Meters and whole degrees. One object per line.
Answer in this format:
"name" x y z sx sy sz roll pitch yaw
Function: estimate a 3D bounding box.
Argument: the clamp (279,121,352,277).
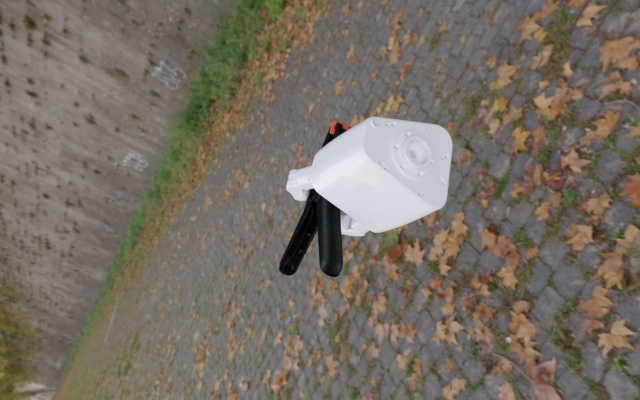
"clamp" 0.000 0.001 0.606 0.036 0.210 0.164 19 -21 -20
